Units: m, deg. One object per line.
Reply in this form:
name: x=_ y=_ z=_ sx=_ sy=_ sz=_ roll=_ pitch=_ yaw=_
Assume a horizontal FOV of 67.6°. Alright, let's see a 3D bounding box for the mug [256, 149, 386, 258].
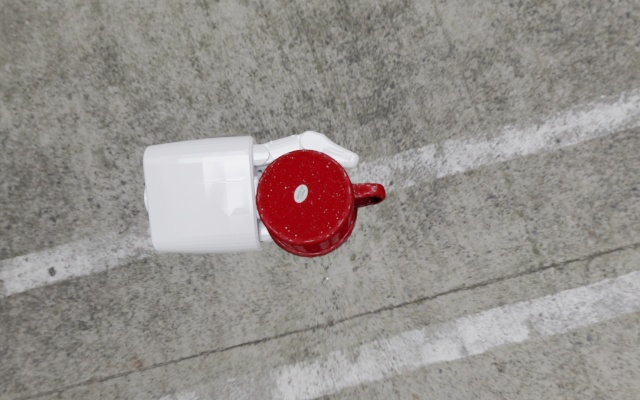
mug: x=0.002 y=0.001 z=0.425 sx=0.117 sy=0.093 sz=0.081 roll=-6 pitch=-9 yaw=1
